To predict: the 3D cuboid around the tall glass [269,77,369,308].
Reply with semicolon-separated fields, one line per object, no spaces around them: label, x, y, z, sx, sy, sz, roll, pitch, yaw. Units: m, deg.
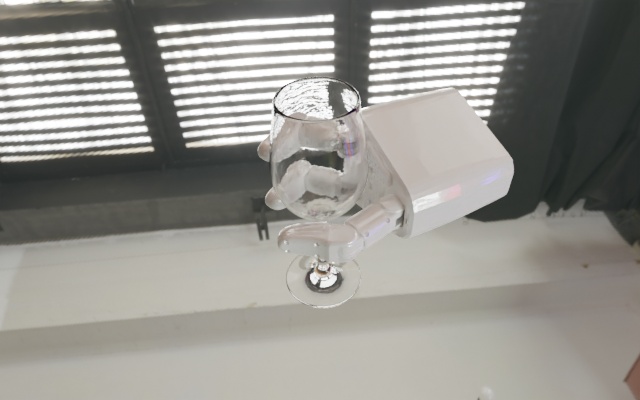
tall glass;0.000;0.002;0.402;0.079;0.201;0.079;-2;43;1
